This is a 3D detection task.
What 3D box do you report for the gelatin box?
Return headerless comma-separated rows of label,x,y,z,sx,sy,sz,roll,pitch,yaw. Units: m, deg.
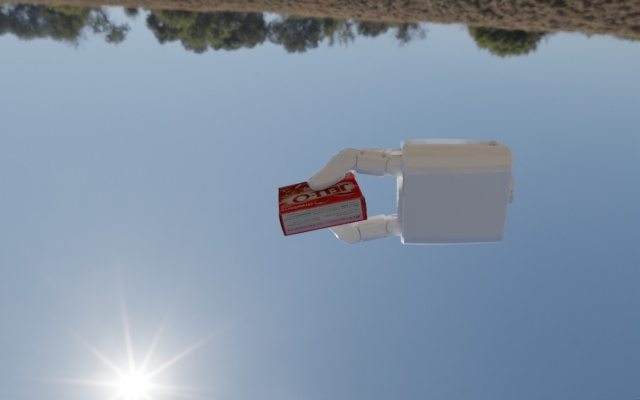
gelatin box,0.000,0.002,0.510,0.089,0.030,0.073,-12,24,0
